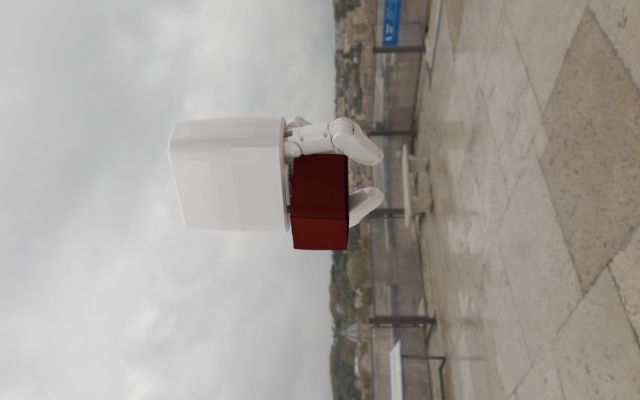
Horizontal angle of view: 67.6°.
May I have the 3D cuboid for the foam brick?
[{"bbox_3d":[0.000,0.002,0.445,0.051,0.078,0.053,0,-39,1],"label":"foam brick"}]
